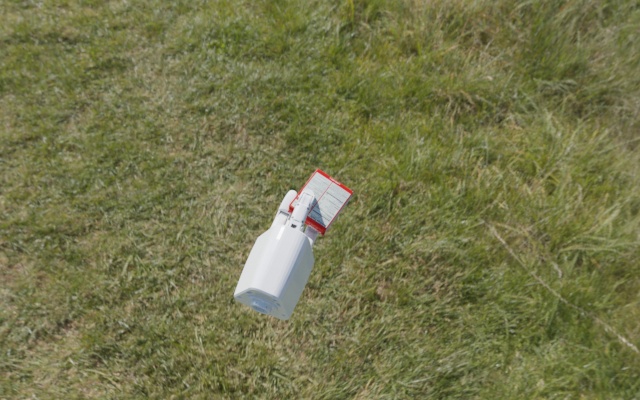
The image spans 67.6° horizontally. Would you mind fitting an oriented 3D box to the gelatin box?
[{"bbox_3d":[0.000,0.002,0.791,0.073,0.089,0.030,33,-24,8],"label":"gelatin box"}]
